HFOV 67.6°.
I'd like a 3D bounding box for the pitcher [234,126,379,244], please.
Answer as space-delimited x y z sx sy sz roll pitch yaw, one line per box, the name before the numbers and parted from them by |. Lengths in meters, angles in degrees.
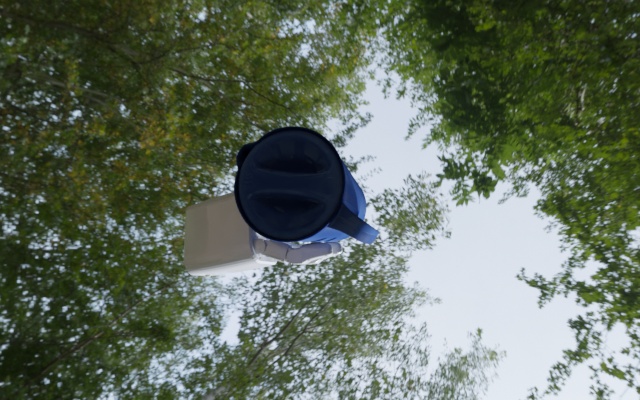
pitcher | 0.000 0.002 0.645 0.145 0.149 0.243 -15 -11 13
